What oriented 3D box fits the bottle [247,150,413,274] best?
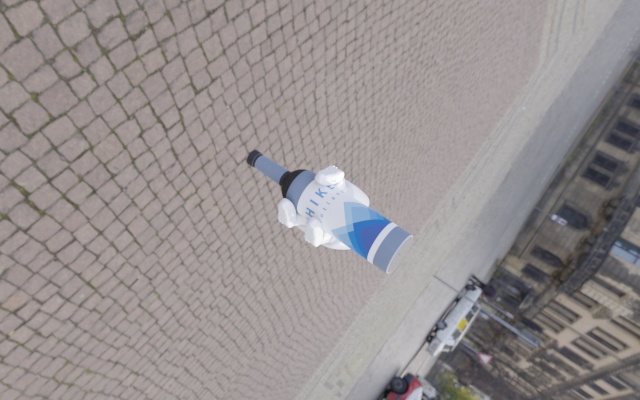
[{"bbox_3d":[0.000,0.003,0.737,0.295,0.069,0.069,33,14,22],"label":"bottle"}]
